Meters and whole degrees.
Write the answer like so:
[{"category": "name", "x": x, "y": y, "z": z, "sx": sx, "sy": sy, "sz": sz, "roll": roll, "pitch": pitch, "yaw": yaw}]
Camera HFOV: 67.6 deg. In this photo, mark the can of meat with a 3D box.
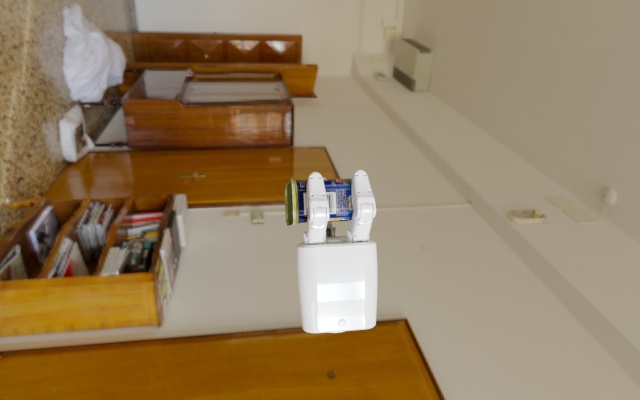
[{"category": "can of meat", "x": 0.000, "y": 0.002, "z": 0.616, "sx": 0.084, "sy": 0.057, "sz": 0.102, "roll": -2, "pitch": -3, "yaw": -9}]
